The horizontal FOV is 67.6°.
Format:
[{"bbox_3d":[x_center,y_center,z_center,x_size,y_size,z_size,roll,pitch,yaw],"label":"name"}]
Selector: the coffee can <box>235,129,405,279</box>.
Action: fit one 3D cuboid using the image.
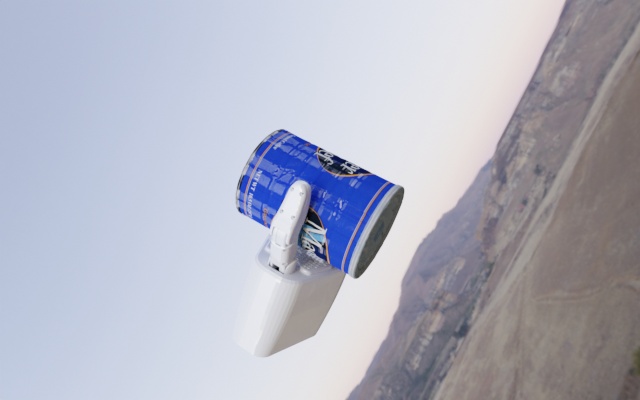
[{"bbox_3d":[0.000,0.002,0.489,0.140,0.103,0.103,28,9,17],"label":"coffee can"}]
